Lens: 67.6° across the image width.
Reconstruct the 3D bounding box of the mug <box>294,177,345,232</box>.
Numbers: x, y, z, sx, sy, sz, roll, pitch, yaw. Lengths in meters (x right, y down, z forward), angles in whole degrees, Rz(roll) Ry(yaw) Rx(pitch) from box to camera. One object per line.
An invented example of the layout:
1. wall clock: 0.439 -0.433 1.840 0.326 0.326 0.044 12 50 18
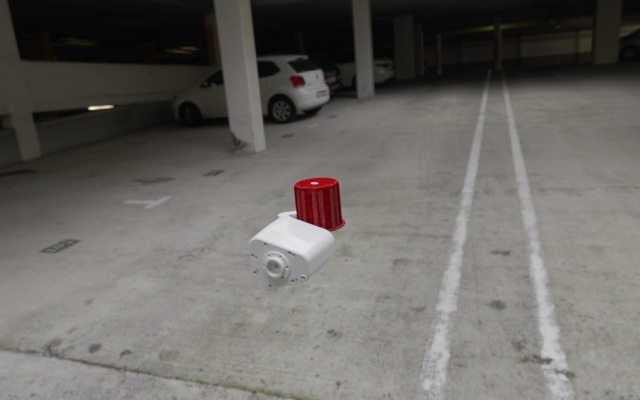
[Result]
1. mug: 0.001 0.002 0.871 0.093 0.081 0.117 1 16 22
